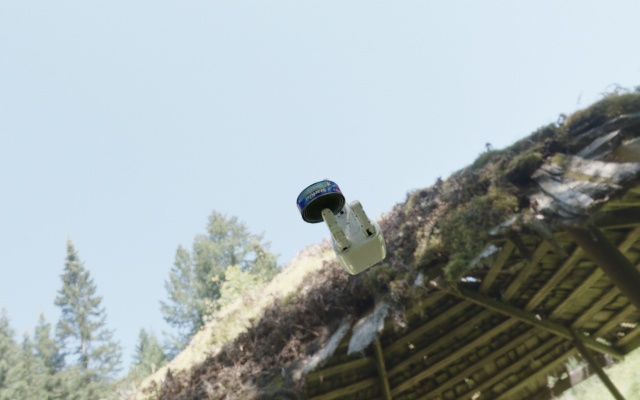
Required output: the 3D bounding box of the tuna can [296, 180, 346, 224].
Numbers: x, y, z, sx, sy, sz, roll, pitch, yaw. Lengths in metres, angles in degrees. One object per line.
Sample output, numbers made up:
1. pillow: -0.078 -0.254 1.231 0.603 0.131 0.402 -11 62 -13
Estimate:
1. tuna can: 0.000 0.002 0.859 0.086 0.033 0.086 -19 -33 -13
